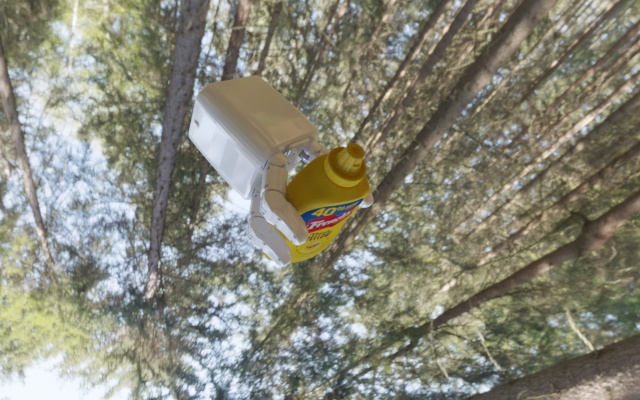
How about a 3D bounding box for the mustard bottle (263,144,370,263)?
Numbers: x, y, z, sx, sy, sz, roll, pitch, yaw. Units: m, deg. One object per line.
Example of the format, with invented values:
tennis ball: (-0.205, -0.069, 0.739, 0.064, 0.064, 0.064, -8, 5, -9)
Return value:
mustard bottle: (0.000, 0.002, 0.519, 0.096, 0.058, 0.192, -11, -26, -29)
